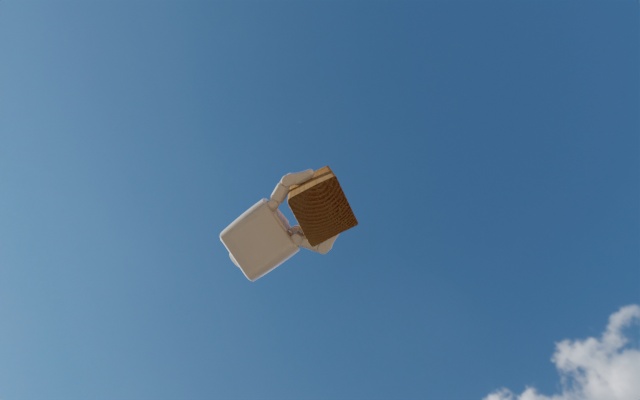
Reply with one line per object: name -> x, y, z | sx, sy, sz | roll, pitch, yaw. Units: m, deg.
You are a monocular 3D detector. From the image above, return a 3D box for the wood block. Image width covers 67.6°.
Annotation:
wood block -> 0.000, 0.003, 0.866 | 0.090, 0.091, 0.206 | -27, 9, 2
